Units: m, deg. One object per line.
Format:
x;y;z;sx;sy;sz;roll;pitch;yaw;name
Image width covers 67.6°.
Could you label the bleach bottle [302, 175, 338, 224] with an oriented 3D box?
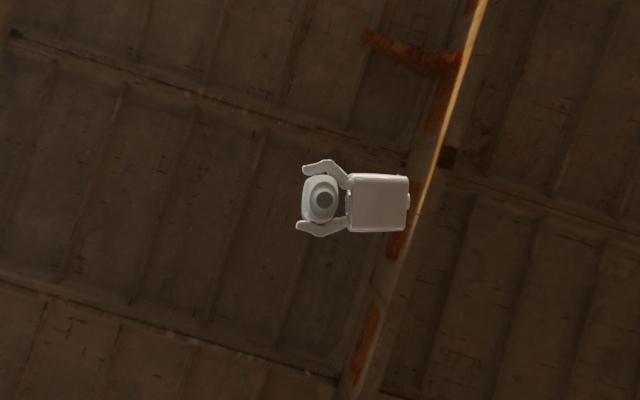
0.000;0.003;0.899;0.068;0.102;0.251;3;2;-3;bleach bottle
